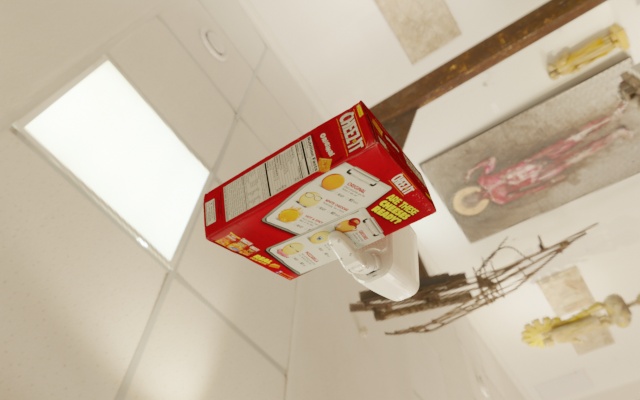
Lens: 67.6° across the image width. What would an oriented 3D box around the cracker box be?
[{"bbox_3d":[0.000,0.002,0.549,0.214,0.072,0.164,-29,-37,19],"label":"cracker box"}]
